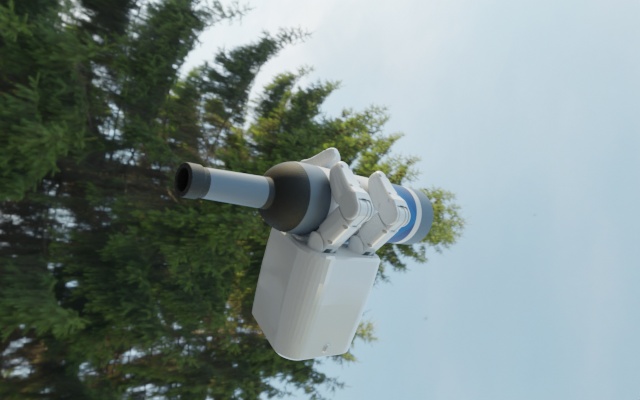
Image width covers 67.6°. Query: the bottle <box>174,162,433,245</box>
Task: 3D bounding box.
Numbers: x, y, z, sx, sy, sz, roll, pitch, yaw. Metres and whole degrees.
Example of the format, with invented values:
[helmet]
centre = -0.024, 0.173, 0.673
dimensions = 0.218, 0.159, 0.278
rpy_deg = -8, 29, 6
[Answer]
[bottle]
centre = 0.000, 0.001, 0.466
dimensions = 0.296, 0.069, 0.069
rpy_deg = 9, -7, -43
